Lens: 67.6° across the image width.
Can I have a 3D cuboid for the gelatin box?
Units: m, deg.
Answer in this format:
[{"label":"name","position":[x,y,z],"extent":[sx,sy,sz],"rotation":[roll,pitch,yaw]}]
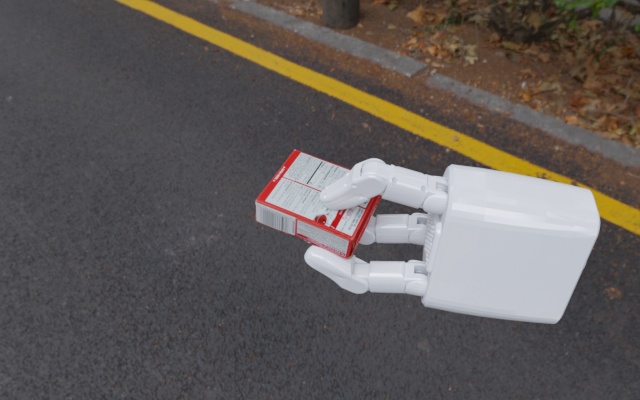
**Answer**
[{"label":"gelatin box","position":[0.000,0.001,0.407],"extent":[0.089,0.030,0.073],"rotation":[21,49,12]}]
